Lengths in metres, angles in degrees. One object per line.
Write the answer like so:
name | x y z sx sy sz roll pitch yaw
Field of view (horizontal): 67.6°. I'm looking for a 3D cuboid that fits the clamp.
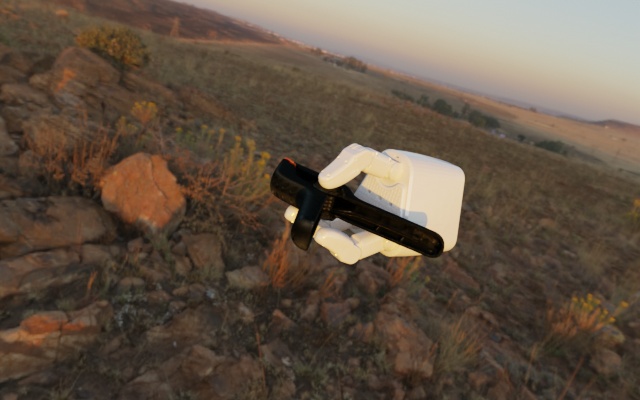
clamp | 0.000 0.001 0.482 0.164 0.036 0.210 6 20 -40
